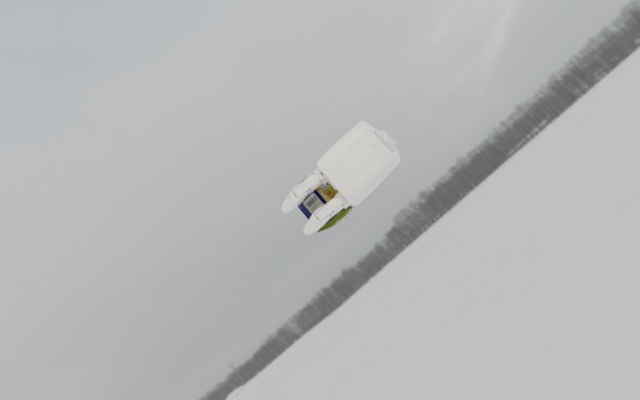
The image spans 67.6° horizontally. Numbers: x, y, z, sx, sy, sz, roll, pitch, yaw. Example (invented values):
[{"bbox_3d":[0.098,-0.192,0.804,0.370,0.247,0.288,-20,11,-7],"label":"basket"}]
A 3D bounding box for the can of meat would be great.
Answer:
[{"bbox_3d":[0.000,0.003,0.845,0.057,0.084,0.102,-44,-11,19],"label":"can of meat"}]
